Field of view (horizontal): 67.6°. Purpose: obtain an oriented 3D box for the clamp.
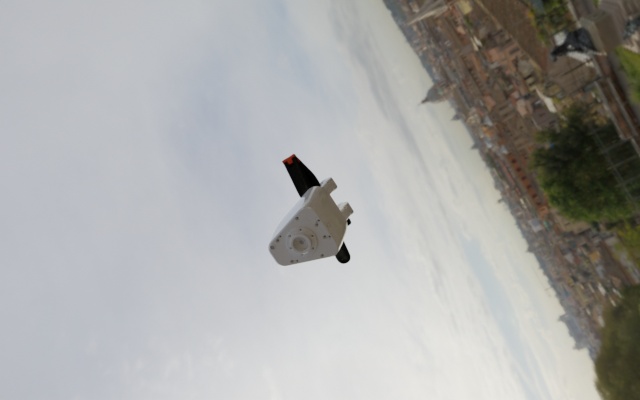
[{"bbox_3d":[-0.001,0.003,0.898,0.036,0.210,0.164,-30,11,14],"label":"clamp"}]
